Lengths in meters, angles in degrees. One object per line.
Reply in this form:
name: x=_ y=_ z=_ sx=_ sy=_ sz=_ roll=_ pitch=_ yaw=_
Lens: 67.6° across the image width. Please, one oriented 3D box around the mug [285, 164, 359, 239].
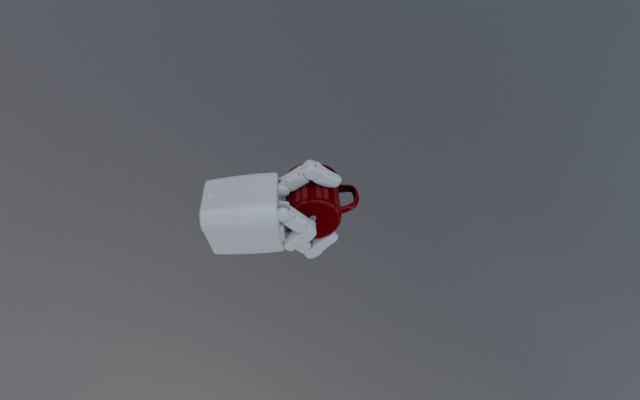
mug: x=0.002 y=0.002 z=0.721 sx=0.117 sy=0.093 sz=0.081 roll=-5 pitch=41 yaw=0
